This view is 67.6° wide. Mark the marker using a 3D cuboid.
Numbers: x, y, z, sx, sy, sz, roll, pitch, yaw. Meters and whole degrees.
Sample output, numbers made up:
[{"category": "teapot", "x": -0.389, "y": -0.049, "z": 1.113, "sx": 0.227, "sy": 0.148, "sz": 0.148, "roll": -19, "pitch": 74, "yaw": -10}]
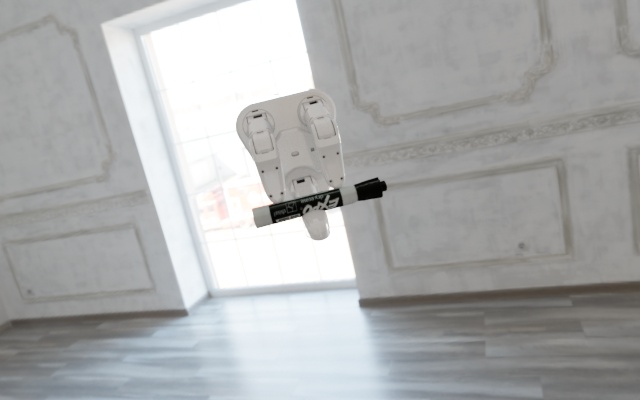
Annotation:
[{"category": "marker", "x": 0.000, "y": 0.001, "z": 0.423, "sx": 0.121, "sy": 0.020, "sz": 0.020, "roll": -14, "pitch": 1, "yaw": -5}]
